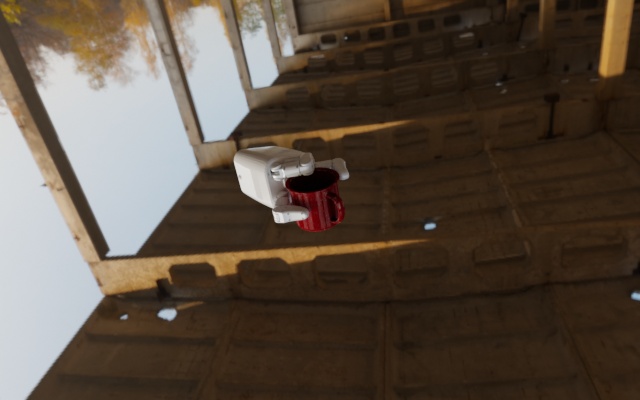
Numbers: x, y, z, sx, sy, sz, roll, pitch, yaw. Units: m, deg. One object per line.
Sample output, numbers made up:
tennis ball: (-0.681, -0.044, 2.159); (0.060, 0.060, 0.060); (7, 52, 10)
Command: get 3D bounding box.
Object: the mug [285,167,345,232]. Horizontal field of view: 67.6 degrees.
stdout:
mug: (0.001, 0.003, 0.813); (0.093, 0.081, 0.117); (-30, 35, -32)
